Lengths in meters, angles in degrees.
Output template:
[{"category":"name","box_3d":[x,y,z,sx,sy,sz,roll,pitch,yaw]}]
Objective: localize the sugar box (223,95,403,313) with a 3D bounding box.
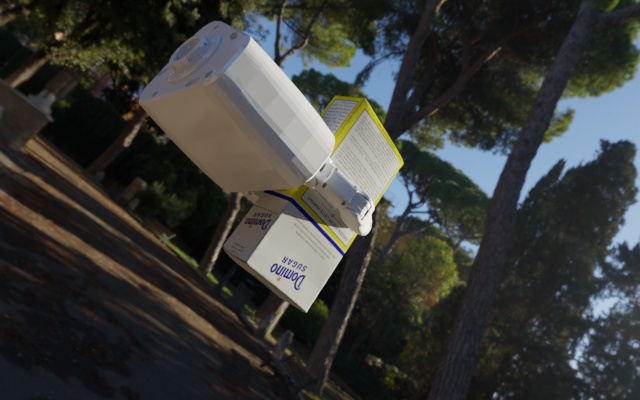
[{"category":"sugar box","box_3d":[0.000,0.001,0.431,0.048,0.176,0.093,21,-22,47]}]
